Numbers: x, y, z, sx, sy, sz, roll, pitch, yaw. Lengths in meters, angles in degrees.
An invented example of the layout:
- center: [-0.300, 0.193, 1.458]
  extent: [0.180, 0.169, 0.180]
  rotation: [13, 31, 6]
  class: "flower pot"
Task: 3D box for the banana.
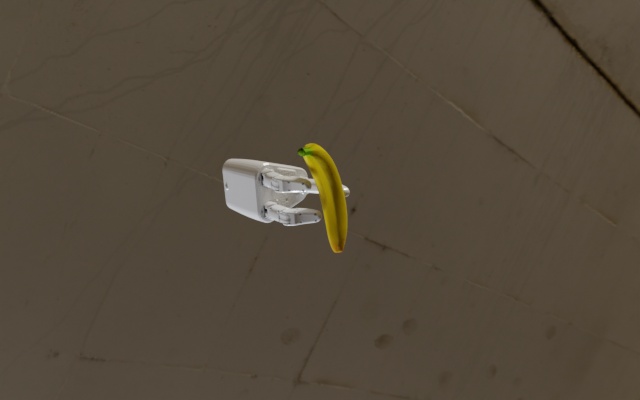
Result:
- center: [0.008, -0.012, 0.718]
  extent: [0.037, 0.198, 0.069]
  rotation: [4, 42, 33]
  class: "banana"
